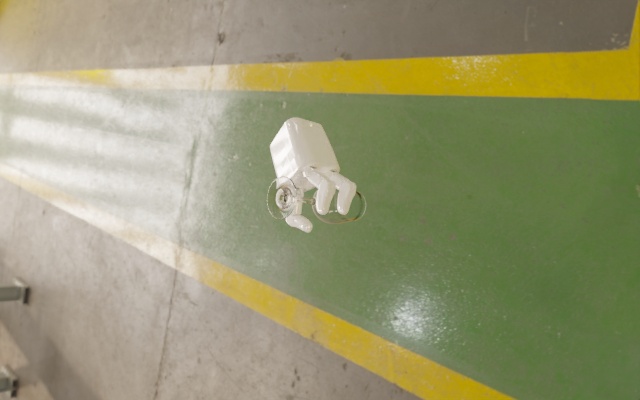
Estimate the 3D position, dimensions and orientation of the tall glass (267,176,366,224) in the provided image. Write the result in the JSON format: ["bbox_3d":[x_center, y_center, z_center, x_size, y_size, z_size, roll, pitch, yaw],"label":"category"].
[{"bbox_3d":[0.000,0.003,0.888,0.079,0.079,0.201,0,-5,43],"label":"tall glass"}]
